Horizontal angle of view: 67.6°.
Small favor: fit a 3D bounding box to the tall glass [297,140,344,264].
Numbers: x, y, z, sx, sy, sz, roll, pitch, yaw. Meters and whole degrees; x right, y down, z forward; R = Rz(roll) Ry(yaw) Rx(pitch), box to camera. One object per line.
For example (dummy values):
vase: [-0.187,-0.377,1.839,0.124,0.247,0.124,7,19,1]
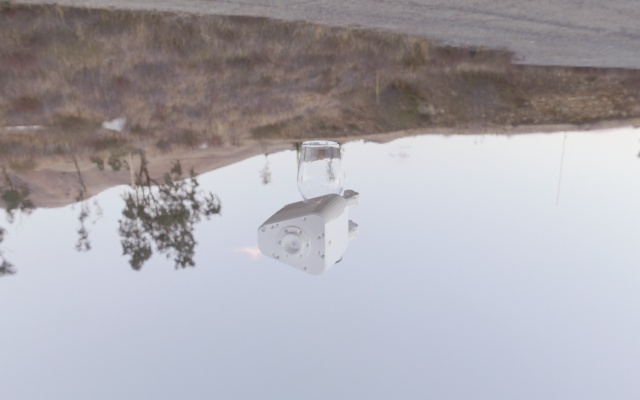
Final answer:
tall glass: [0.000,0.003,0.799,0.079,0.201,0.079,0,14,0]
